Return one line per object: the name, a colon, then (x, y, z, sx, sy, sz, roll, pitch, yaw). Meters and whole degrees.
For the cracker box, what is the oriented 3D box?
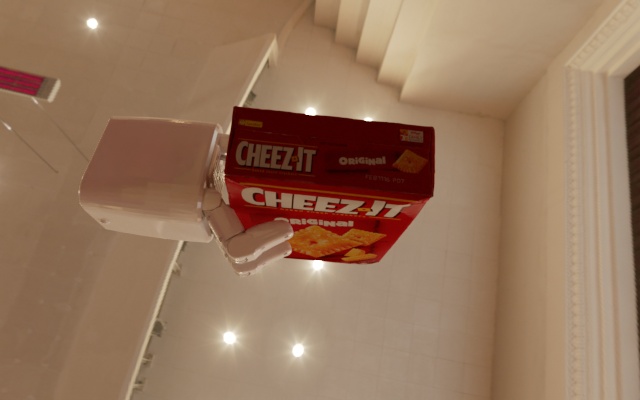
cracker box: (0.000, 0.001, 0.465, 0.164, 0.072, 0.214, 5, -21, -3)
